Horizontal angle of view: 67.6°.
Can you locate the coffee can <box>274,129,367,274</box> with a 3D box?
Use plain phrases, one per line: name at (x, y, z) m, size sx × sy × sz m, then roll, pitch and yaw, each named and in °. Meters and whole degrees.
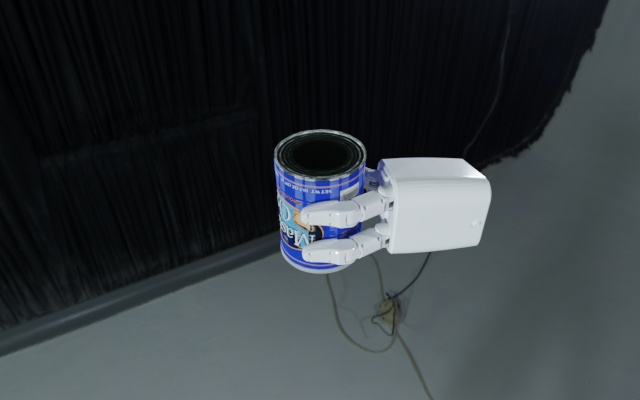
coffee can at (0.000, 0.002, 0.569) m, size 0.103 × 0.140 × 0.102 m, roll 0°, pitch 38°, yaw 0°
